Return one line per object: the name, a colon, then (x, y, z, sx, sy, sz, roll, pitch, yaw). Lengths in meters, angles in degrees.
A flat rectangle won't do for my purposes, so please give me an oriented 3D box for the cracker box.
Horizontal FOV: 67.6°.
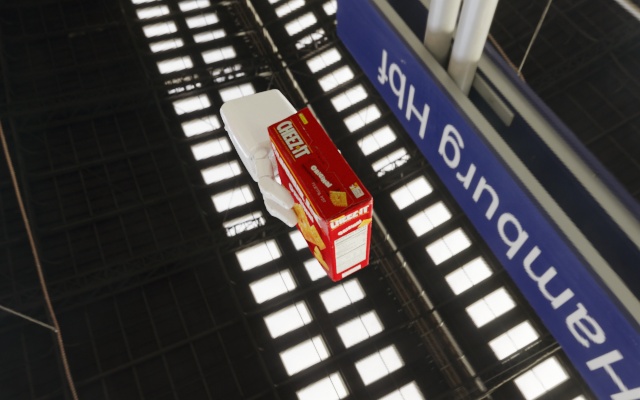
cracker box: (0.000, 0.002, 0.676, 0.072, 0.164, 0.214, -28, -27, -11)
